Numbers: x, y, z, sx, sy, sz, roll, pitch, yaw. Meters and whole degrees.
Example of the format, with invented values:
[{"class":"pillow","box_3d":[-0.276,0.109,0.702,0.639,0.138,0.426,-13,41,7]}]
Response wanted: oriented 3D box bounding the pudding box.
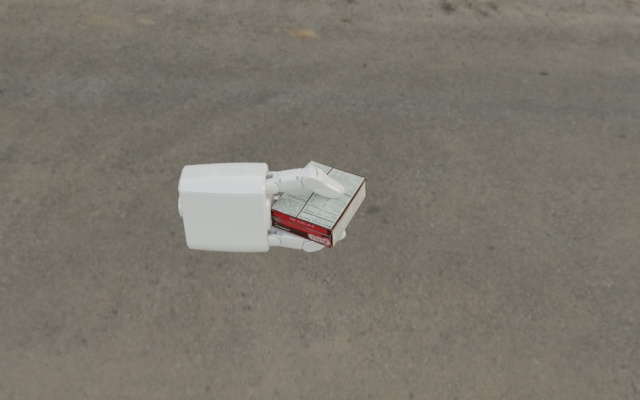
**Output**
[{"class":"pudding box","box_3d":[0.000,0.002,0.632,0.090,0.039,0.113,20,50,20]}]
